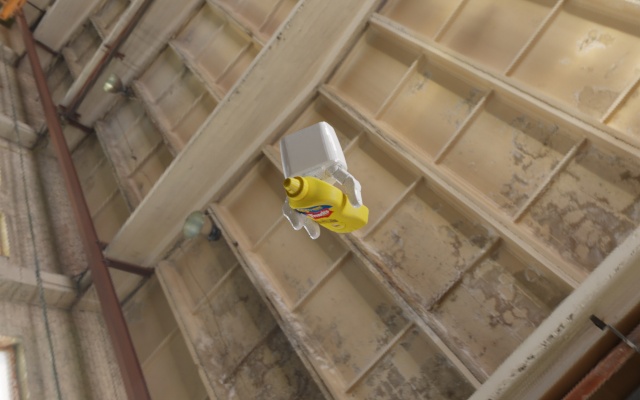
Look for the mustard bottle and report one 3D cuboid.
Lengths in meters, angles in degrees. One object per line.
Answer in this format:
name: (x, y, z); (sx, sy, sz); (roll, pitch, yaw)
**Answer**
mustard bottle: (0.000, 0.003, 0.860); (0.096, 0.058, 0.192); (-6, -25, 36)
